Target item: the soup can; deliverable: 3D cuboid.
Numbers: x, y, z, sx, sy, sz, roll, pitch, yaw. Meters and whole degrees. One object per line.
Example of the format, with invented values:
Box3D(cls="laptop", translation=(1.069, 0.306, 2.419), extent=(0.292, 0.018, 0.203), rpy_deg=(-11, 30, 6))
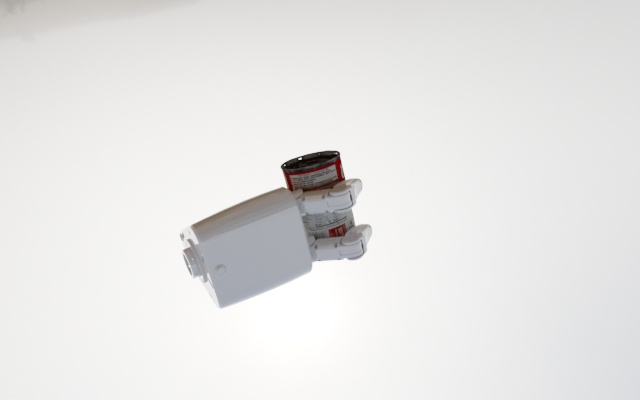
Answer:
Box3D(cls="soup can", translation=(0.001, 0.002, 0.538), extent=(0.068, 0.102, 0.068), rpy_deg=(-13, 17, 4))
